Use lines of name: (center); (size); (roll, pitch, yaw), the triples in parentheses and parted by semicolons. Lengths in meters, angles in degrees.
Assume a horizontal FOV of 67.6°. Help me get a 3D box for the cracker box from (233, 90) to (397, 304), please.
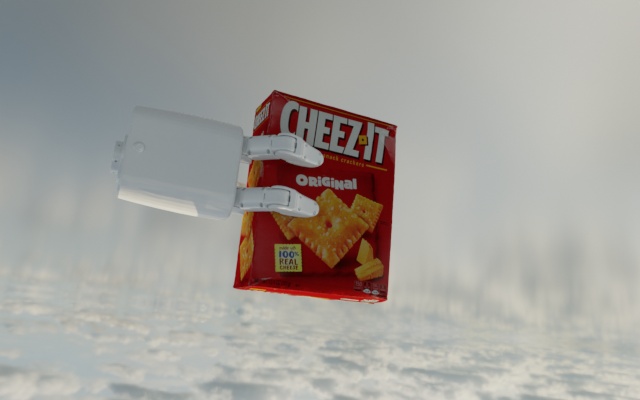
cracker box: (0.000, 0.002, 0.542); (0.164, 0.213, 0.072); (12, -15, -23)
